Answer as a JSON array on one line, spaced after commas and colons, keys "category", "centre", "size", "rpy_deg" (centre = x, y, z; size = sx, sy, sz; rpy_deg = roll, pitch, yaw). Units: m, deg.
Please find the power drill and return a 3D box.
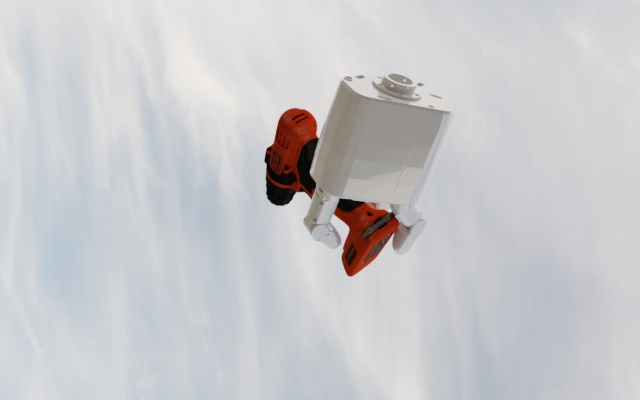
[{"category": "power drill", "centre": [0.000, 0.002, 0.592], "size": [0.057, 0.187, 0.184], "rpy_deg": [-35, -17, -26]}]
